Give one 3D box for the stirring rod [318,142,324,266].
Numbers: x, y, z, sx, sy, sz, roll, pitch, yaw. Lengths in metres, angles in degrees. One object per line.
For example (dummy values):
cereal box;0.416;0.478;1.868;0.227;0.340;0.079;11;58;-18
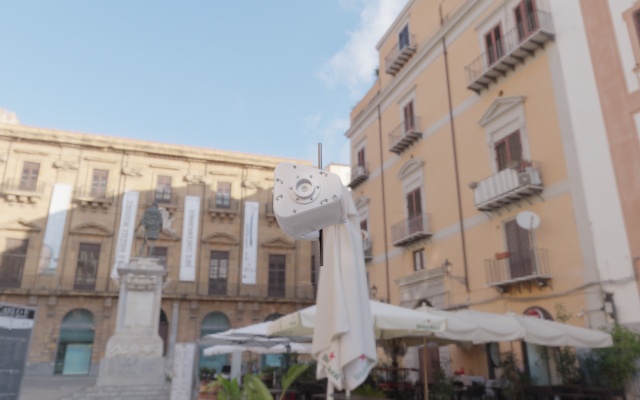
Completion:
stirring rod;0.000;0.003;0.894;0.011;0.239;0.011;-1;-18;0
